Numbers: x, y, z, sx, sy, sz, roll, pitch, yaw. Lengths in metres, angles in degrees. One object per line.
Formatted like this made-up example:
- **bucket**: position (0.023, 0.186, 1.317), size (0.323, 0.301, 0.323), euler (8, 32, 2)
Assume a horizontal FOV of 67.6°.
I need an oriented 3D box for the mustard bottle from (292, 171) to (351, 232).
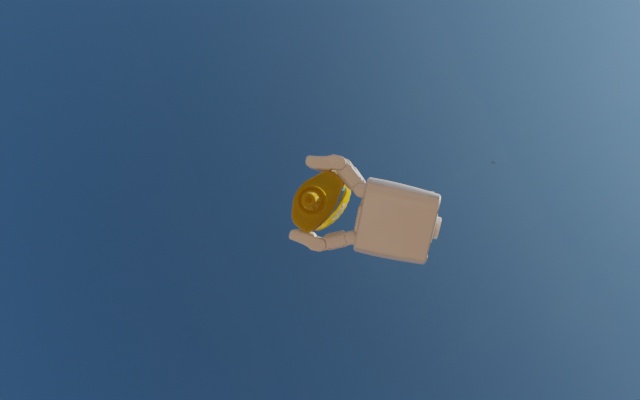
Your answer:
- **mustard bottle**: position (0.000, 0.002, 0.713), size (0.058, 0.096, 0.191), euler (38, 5, 8)
